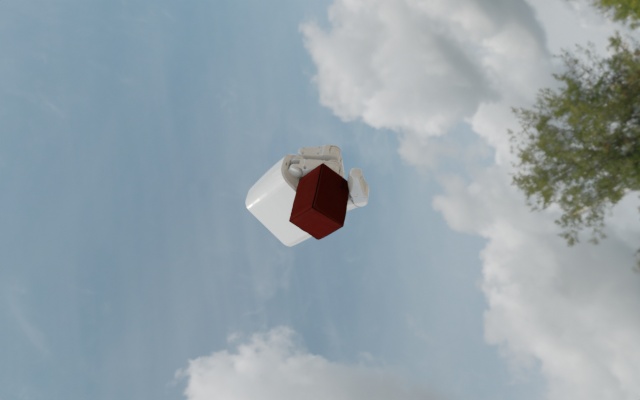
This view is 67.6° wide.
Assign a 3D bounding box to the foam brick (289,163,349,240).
[{"bbox_3d":[0.000,0.002,0.626,0.053,0.078,0.051,35,-45,-25],"label":"foam brick"}]
